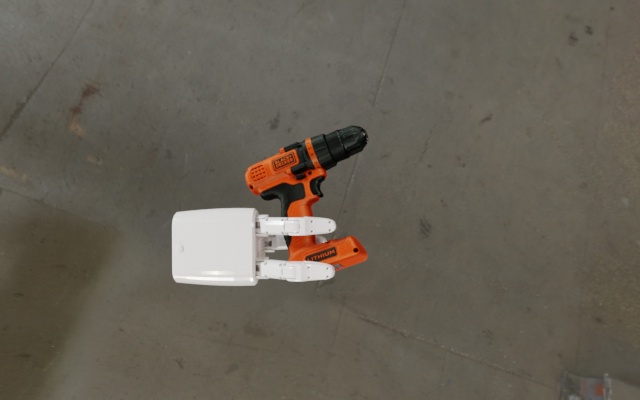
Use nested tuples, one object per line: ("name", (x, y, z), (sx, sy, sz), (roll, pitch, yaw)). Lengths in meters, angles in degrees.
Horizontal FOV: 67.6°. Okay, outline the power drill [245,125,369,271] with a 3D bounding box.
("power drill", (0.000, 0.003, 0.653), (0.184, 0.187, 0.057), (-22, -22, 12))
